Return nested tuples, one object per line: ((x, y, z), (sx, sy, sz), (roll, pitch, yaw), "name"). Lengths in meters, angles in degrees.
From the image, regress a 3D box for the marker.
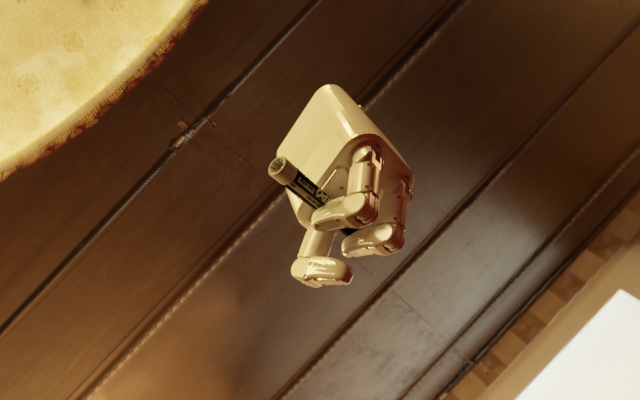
((0.000, 0.001, 0.419), (0.020, 0.020, 0.121), (0, -29, 41), "marker")
